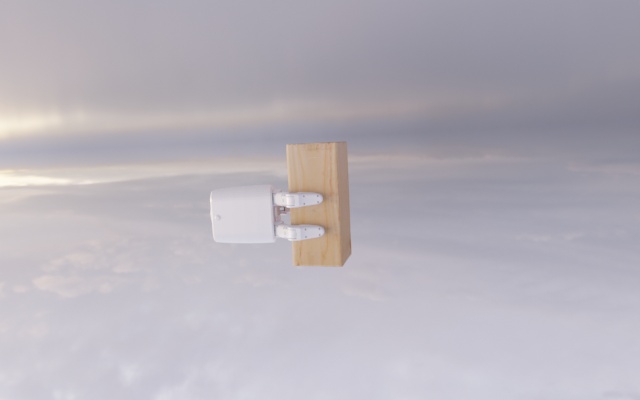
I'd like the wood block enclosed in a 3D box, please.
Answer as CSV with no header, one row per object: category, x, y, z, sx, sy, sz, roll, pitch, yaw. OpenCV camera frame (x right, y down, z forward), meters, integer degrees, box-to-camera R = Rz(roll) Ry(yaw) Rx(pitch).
wood block,0.000,0.003,0.832,0.090,0.206,0.091,-1,8,13
